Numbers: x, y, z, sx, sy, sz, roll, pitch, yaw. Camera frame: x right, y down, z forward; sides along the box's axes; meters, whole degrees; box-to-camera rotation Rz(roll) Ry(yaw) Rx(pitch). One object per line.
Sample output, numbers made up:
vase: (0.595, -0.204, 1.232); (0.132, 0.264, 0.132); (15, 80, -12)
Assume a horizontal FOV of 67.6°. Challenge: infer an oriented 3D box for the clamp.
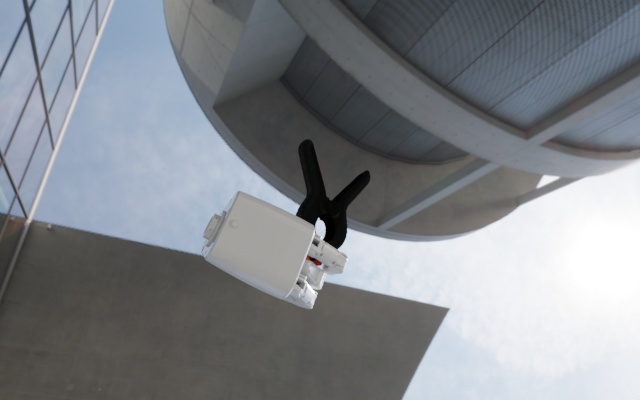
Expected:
clamp: (0.000, 0.002, 0.650); (0.120, 0.171, 0.039); (30, -30, -18)
